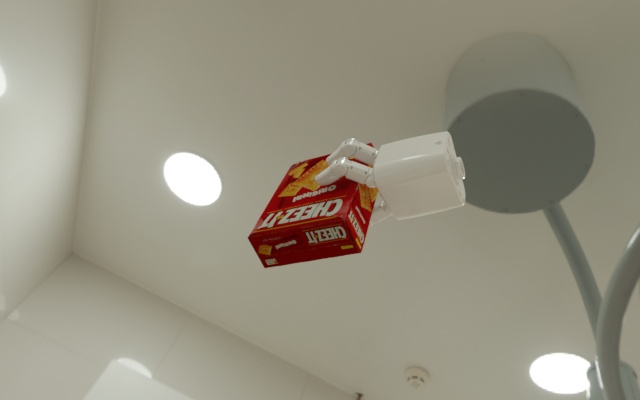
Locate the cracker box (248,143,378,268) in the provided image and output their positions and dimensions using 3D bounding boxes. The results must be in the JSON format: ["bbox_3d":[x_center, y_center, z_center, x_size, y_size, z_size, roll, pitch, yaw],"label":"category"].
[{"bbox_3d":[0.000,0.003,0.761,0.164,0.072,0.213,-13,29,26],"label":"cracker box"}]
